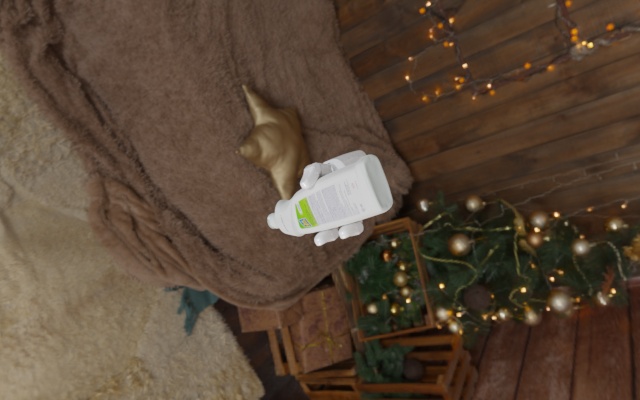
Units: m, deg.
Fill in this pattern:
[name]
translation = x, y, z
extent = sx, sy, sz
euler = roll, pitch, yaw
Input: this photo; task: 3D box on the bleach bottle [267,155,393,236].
[bleach bottle]
translation = 0.000, 0.003, 0.860
extent = 0.251, 0.102, 0.068
euler = -17, 6, 36
